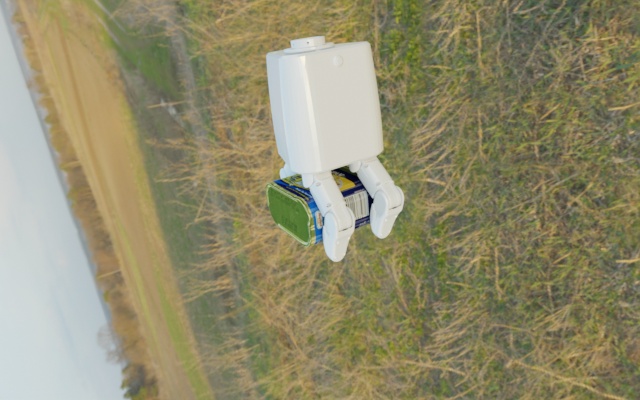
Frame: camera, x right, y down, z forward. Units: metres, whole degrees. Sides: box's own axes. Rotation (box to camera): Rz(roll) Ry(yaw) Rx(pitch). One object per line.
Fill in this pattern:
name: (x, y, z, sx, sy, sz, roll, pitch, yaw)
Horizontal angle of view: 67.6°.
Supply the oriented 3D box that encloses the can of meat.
can of meat: (0.000, 0.002, 0.507, 0.084, 0.057, 0.102, -19, 25, -26)
